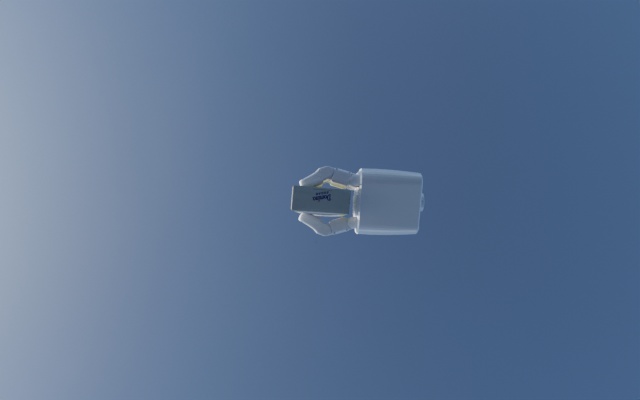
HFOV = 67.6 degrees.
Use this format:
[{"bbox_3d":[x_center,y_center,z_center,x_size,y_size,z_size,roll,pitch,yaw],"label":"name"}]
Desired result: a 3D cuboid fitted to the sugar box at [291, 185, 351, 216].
[{"bbox_3d":[0.000,0.002,0.820,0.093,0.048,0.176,4,-5,-1],"label":"sugar box"}]
